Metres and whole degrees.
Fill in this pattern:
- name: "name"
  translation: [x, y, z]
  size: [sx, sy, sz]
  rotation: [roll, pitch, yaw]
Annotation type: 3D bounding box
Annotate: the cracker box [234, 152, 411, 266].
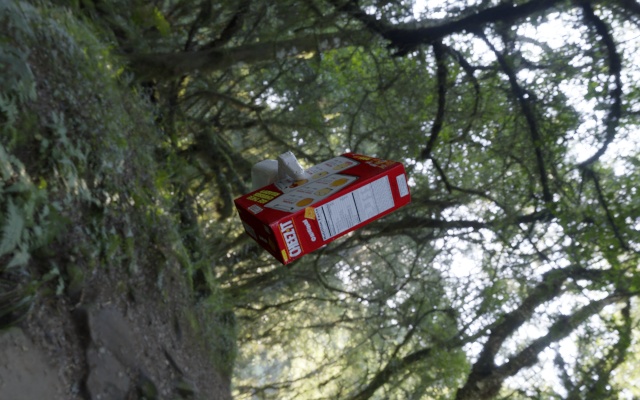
- name: "cracker box"
  translation: [0.000, 0.002, 0.711]
  size: [0.213, 0.072, 0.164]
  rotation: [-25, 21, -20]
